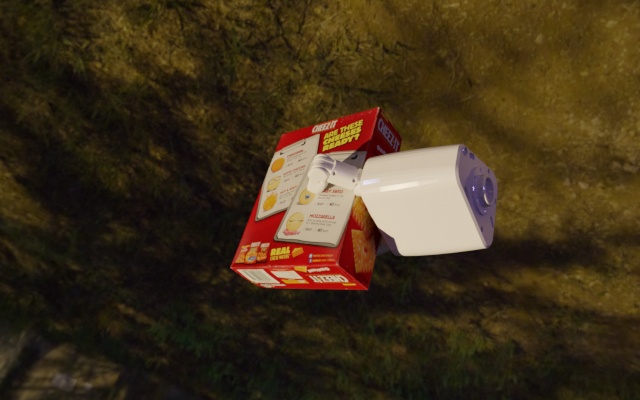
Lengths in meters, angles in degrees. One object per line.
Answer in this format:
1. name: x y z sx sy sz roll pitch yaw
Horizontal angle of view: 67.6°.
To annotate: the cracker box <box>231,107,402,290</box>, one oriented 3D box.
1. cracker box: 0.000 0.002 0.592 0.164 0.213 0.072 -8 -38 38
